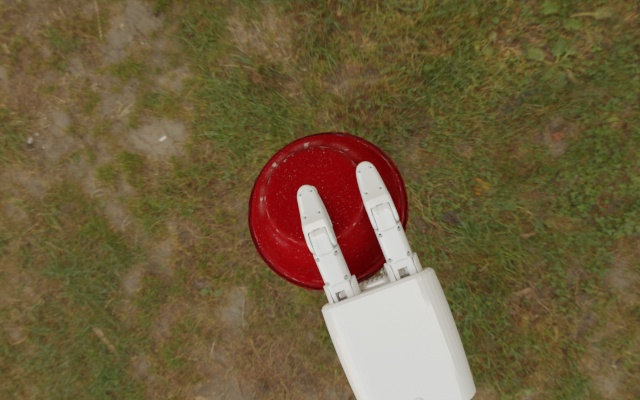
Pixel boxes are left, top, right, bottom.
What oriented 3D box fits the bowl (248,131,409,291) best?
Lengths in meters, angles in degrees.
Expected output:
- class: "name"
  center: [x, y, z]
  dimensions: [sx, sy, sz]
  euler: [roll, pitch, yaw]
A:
- class: "bowl"
  center: [-0.001, 0.000, 0.448]
  dimensions: [0.162, 0.162, 0.055]
  euler: [0, -14, 12]
